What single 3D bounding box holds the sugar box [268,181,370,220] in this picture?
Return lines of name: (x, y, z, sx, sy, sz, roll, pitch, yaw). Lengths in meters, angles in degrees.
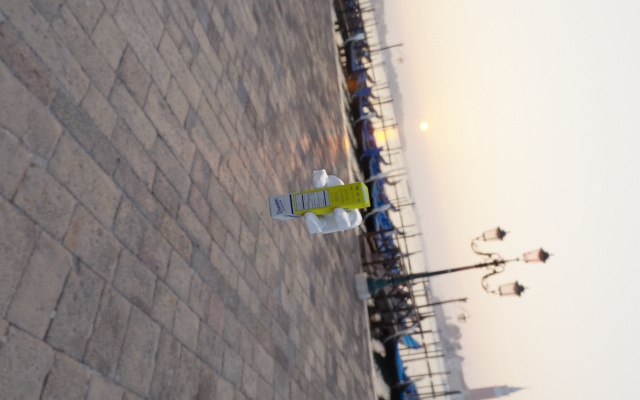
sugar box: (0.000, 0.003, 0.899, 0.176, 0.048, 0.093, -12, -8, 10)
